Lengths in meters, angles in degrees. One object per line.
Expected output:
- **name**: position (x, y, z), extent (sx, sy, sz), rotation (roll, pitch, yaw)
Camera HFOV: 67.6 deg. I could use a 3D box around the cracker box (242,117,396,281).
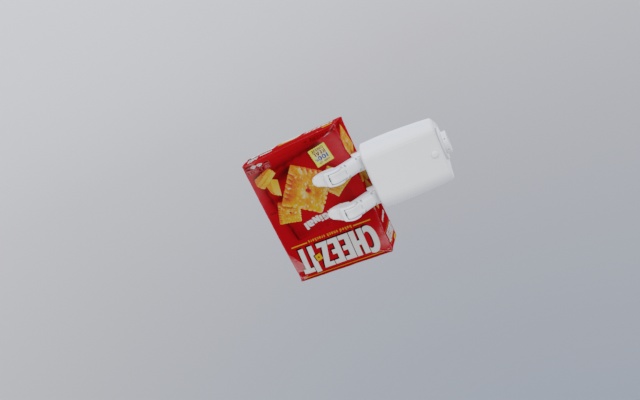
- **cracker box**: position (0.000, 0.002, 0.744), extent (0.164, 0.214, 0.072), rotation (-22, 13, 20)
